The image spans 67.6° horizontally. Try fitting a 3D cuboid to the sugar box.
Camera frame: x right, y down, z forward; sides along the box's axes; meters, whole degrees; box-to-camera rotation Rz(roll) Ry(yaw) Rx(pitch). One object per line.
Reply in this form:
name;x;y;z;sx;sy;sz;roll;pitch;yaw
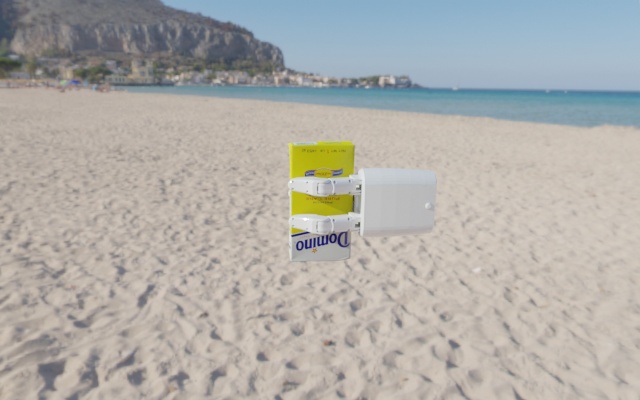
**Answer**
sugar box;0.000;0.002;0.704;0.093;0.176;0.048;-2;14;-7
